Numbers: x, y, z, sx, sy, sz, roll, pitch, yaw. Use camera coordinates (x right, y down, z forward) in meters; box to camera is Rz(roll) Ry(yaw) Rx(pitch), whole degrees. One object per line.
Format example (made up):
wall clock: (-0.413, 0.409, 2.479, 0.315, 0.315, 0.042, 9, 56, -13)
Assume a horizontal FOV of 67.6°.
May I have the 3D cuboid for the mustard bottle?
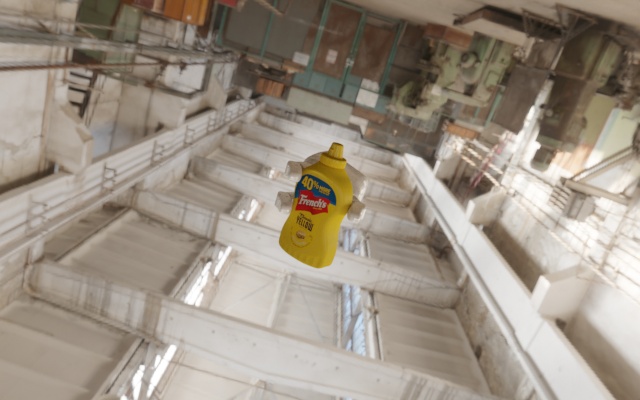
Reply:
mustard bottle: (0.000, 0.003, 0.743, 0.096, 0.192, 0.058, 28, 20, 33)
